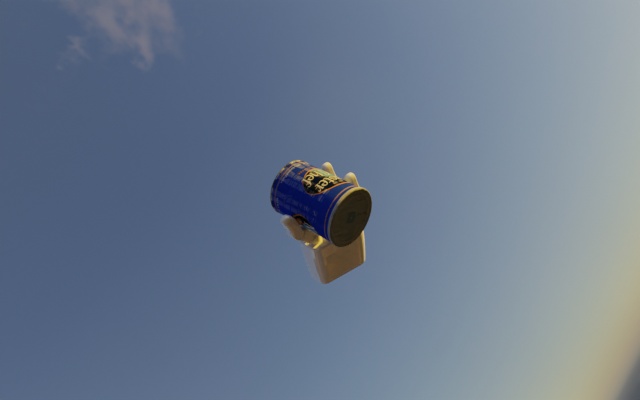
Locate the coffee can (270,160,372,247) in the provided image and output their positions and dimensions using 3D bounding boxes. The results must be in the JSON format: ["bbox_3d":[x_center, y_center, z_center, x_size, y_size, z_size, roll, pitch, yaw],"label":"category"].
[{"bbox_3d":[0.000,0.003,0.801,0.140,0.103,0.103,27,17,36],"label":"coffee can"}]
